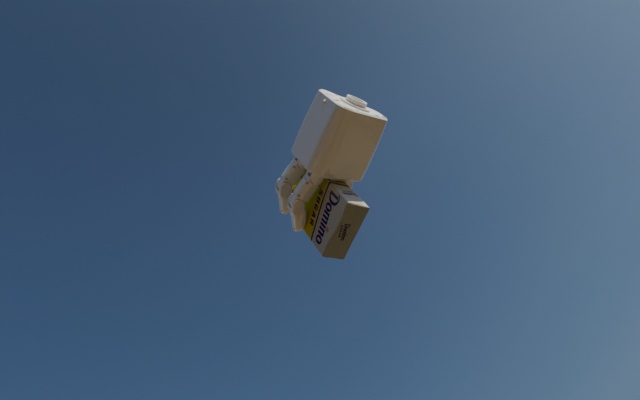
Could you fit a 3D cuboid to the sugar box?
[{"bbox_3d":[0.000,0.002,0.738,0.048,0.093,0.176,13,22,-31],"label":"sugar box"}]
